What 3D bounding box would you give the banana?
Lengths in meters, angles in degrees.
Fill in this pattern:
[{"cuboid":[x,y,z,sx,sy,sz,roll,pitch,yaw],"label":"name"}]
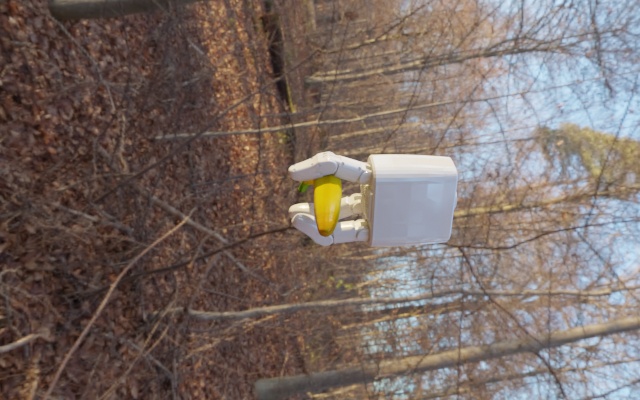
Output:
[{"cuboid":[0.003,-0.017,0.621,0.037,0.070,0.197,8,15,-11],"label":"banana"}]
